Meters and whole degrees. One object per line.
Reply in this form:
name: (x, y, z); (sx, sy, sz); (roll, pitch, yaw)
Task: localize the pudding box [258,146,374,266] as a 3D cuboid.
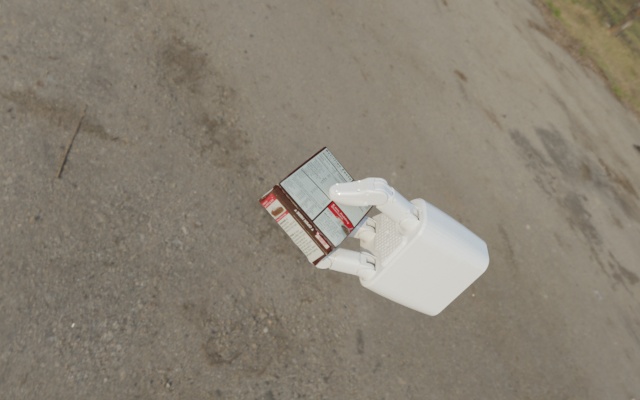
pudding box: (0.000, 0.002, 0.512); (0.039, 0.090, 0.113); (-40, 2, 36)
